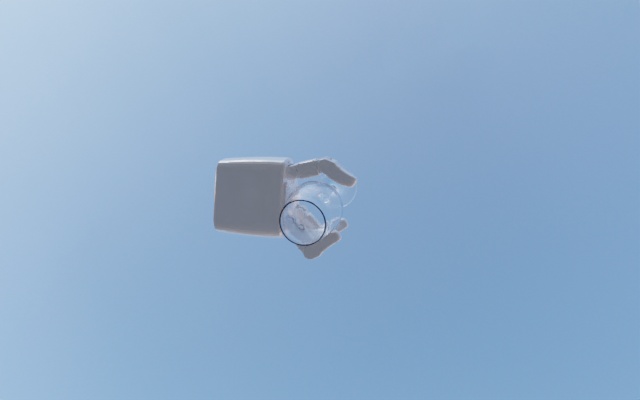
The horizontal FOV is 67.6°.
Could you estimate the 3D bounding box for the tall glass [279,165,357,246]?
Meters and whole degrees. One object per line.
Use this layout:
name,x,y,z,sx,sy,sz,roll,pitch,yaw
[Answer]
tall glass,0.000,0.002,0.690,0.079,0.079,0.201,0,15,14
